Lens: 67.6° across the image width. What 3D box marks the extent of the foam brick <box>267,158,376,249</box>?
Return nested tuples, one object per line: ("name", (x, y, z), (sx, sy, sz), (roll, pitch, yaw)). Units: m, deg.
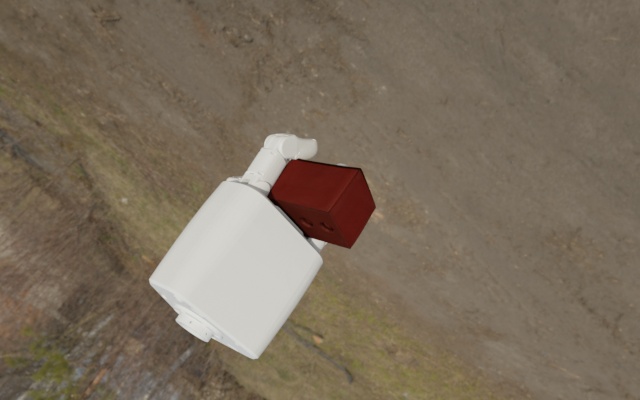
("foam brick", (0.000, 0.001, 0.425), (0.078, 0.051, 0.053), (12, -35, 37))
